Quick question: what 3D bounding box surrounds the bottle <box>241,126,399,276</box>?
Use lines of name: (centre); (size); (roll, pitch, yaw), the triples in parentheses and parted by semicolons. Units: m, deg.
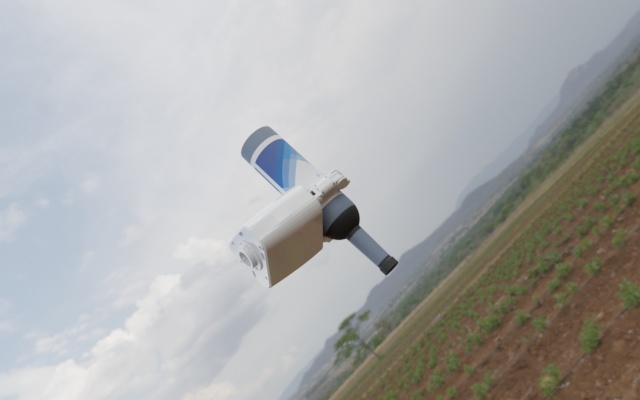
bottle: (0.000, 0.002, 0.727); (0.295, 0.069, 0.069); (43, 15, 16)
